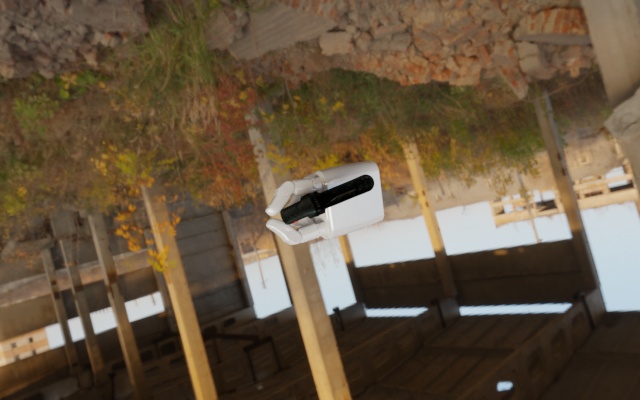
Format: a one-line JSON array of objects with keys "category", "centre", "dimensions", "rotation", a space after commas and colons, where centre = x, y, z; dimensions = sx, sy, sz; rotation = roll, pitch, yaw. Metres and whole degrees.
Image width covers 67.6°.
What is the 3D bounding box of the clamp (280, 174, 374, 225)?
[{"category": "clamp", "centre": [0.000, 0.003, 0.702], "dimensions": [0.120, 0.039, 0.171], "rotation": [-15, -2, -25]}]
